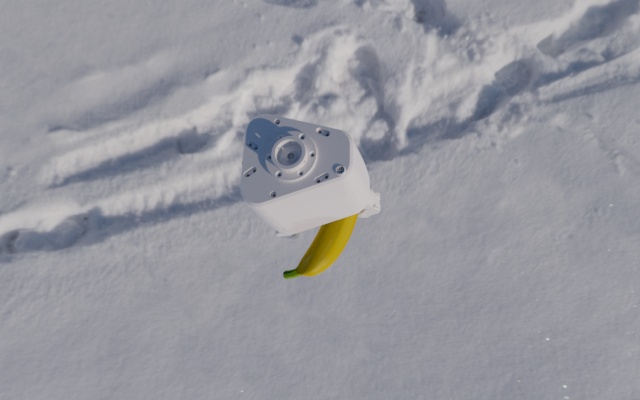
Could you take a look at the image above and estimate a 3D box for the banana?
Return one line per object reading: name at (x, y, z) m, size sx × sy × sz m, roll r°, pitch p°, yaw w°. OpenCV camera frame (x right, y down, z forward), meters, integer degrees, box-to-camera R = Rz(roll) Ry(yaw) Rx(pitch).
banana at (0.015, 0.010, 0.575) m, size 0.069 × 0.198 × 0.037 m, roll 19°, pitch -8°, yaw 27°
